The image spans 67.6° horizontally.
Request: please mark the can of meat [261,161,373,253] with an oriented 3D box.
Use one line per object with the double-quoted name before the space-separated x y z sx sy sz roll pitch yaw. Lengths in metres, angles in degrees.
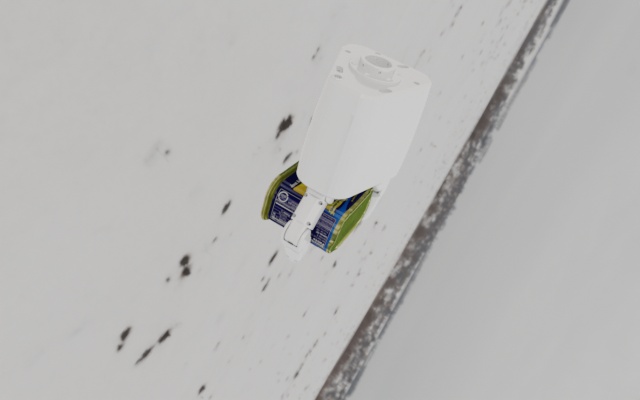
"can of meat" 0.000 0.002 0.512 0.084 0.057 0.102 29 35 14
